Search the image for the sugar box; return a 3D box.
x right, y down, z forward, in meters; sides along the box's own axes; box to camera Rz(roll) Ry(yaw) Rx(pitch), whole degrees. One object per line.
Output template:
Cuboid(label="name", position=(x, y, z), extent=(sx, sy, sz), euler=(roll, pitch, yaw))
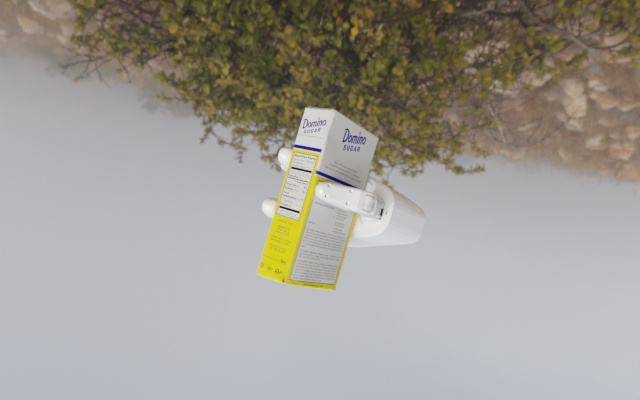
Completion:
Cuboid(label="sugar box", position=(0.000, 0.002, 0.499), extent=(0.048, 0.176, 0.093), euler=(12, -5, 36))
